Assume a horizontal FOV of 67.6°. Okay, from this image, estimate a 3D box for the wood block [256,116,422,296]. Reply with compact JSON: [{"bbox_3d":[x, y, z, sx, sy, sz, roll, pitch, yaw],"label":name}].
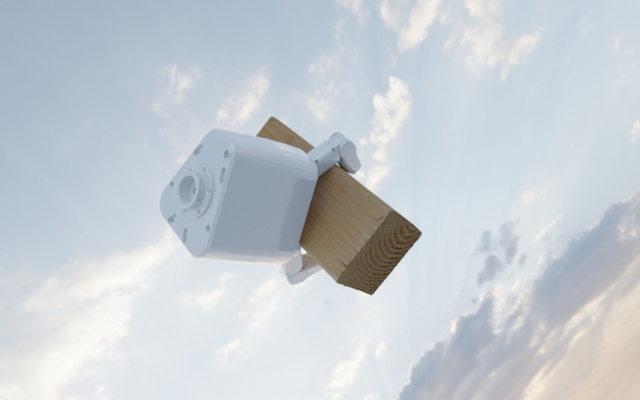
[{"bbox_3d":[0.000,0.001,0.542,0.206,0.091,0.090,42,6,36],"label":"wood block"}]
